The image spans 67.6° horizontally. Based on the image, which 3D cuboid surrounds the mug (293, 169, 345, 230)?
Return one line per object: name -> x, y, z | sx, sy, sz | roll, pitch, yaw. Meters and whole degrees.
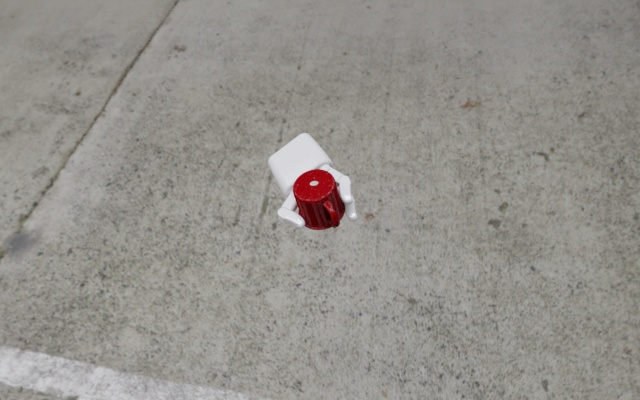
mug -> 0.001, 0.004, 0.890 | 0.093, 0.117, 0.082 | -28, -40, -9
